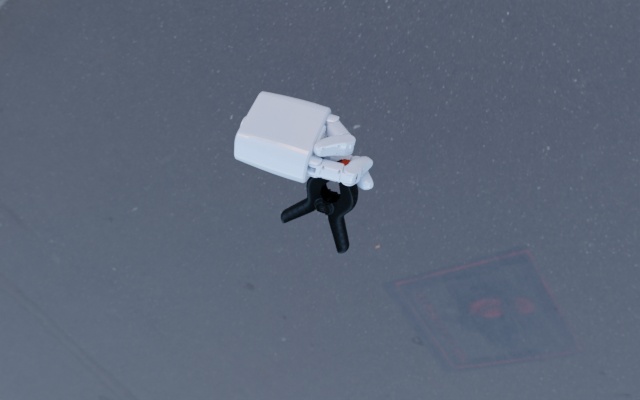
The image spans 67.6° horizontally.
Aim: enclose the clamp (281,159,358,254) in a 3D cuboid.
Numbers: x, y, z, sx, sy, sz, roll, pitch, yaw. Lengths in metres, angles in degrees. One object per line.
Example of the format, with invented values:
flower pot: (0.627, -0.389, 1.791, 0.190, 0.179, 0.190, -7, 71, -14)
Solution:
clamp: (0.000, 0.003, 0.723, 0.120, 0.172, 0.039, 18, 41, 7)
